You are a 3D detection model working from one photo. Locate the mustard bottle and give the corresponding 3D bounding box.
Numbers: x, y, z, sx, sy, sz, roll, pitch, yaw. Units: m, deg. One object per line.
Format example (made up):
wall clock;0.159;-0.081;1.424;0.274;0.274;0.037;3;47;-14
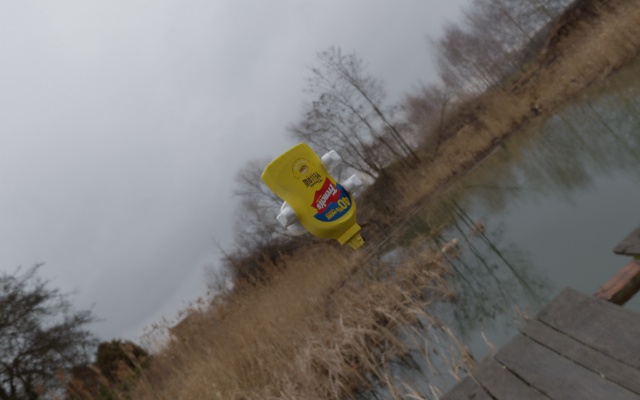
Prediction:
mustard bottle;0.000;0.002;0.767;0.096;0.191;0.058;-38;-7;-34
